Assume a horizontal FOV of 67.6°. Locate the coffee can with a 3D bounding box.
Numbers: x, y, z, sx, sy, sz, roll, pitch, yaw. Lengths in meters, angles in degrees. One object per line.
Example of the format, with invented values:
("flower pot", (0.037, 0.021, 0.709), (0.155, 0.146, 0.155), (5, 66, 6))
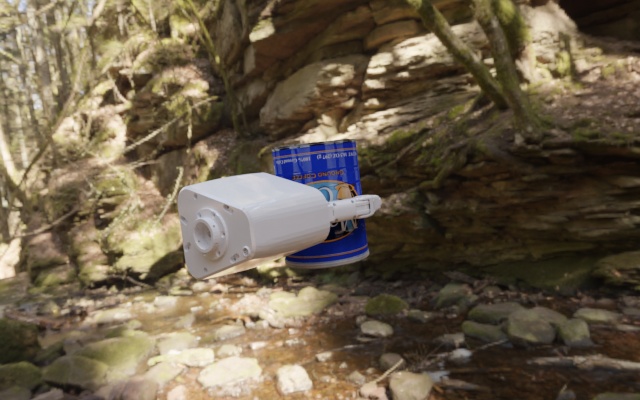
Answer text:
("coffee can", (0.000, 0.002, 0.575), (0.103, 0.140, 0.103), (-7, 5, 1))
